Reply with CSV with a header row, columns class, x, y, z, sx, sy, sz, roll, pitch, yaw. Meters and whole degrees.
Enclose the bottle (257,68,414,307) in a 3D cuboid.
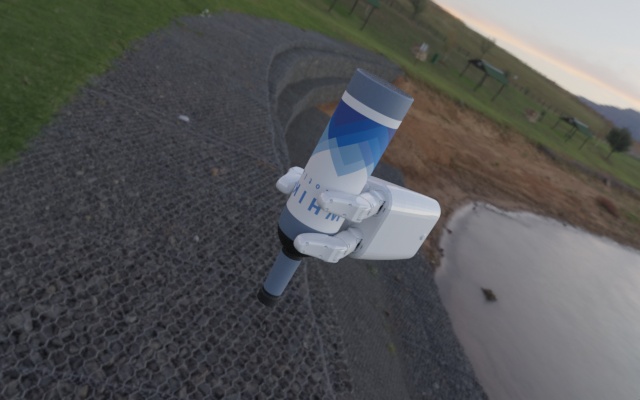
class,x,y,z,sx,sy,sz,roll,pitch,yaw
bottle,0.000,0.002,0.538,0.069,0.296,0.069,25,21,-10
